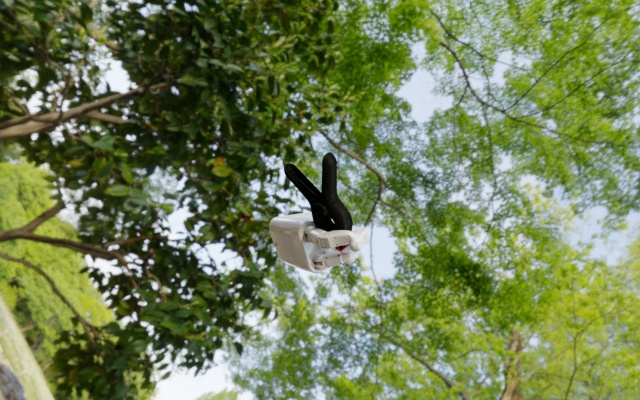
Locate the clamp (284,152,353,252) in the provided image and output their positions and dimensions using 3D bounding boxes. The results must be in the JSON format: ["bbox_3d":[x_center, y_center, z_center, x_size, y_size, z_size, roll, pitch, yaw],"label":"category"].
[{"bbox_3d":[0.001,0.002,0.793,0.039,0.171,0.120,-28,21,-33],"label":"clamp"}]
